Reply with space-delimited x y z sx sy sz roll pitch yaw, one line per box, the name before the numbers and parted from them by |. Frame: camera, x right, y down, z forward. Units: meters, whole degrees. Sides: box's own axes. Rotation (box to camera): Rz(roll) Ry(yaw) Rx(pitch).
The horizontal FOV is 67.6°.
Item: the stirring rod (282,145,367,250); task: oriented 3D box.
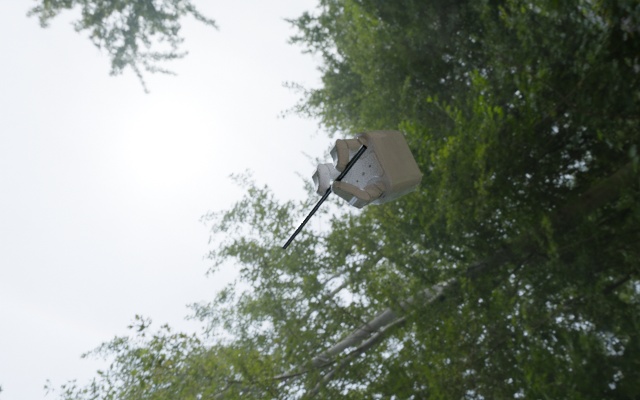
stirring rod | 0.000 0.002 0.726 0.011 0.011 0.240 0 -39 -41
